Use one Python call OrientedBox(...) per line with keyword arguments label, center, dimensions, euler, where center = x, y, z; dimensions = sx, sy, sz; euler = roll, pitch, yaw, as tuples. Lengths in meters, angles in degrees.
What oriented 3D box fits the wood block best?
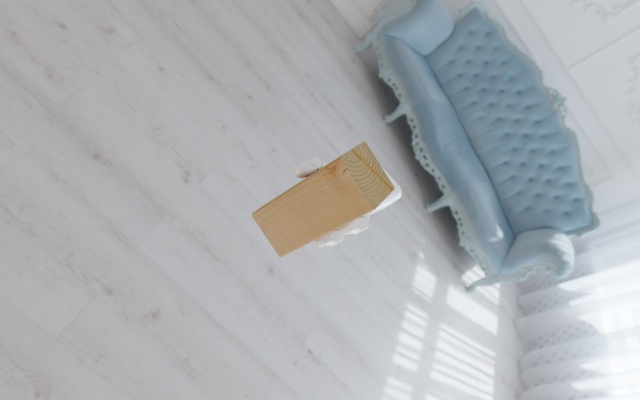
OrientedBox(label="wood block", center=(0.000, 0.002, 0.763), dimensions=(0.206, 0.091, 0.090), euler=(-31, 5, 37))
